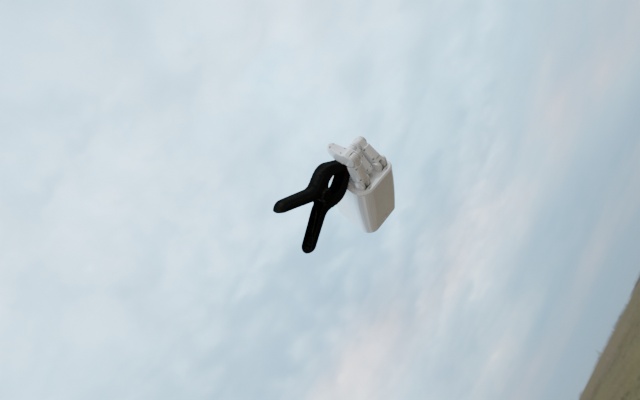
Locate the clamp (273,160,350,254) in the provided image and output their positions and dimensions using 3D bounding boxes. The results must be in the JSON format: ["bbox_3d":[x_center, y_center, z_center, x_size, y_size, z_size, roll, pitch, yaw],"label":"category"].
[{"bbox_3d":[0.000,0.002,0.792,0.039,0.120,0.171,23,55,38],"label":"clamp"}]
